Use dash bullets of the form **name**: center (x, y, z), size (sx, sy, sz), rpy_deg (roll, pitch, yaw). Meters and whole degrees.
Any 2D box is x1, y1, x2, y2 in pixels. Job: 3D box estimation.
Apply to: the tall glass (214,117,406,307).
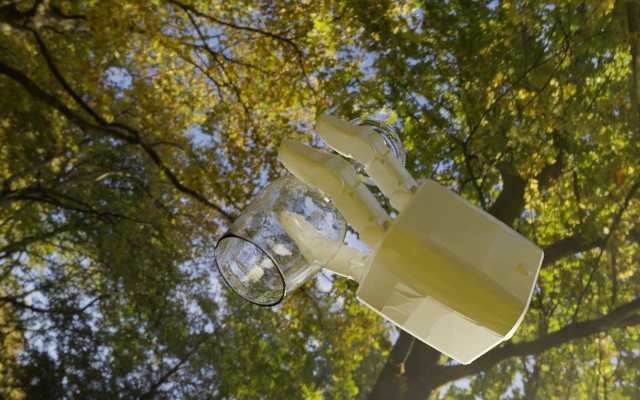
- **tall glass**: center (0.000, 0.001, 0.402), size (0.079, 0.079, 0.201), rpy_deg (0, 29, 36)
